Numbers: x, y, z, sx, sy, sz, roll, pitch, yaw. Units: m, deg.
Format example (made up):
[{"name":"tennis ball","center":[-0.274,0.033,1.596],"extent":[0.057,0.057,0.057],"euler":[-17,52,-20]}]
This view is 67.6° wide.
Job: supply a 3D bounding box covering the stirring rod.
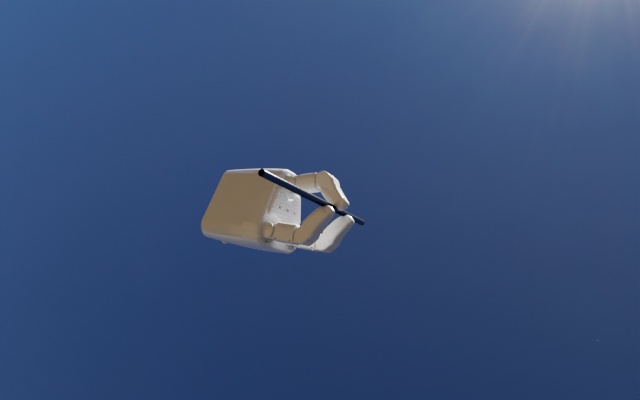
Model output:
[{"name":"stirring rod","center":[0.000,0.002,0.572],"extent":[0.011,0.011,0.239],"euler":[0,-14,30]}]
